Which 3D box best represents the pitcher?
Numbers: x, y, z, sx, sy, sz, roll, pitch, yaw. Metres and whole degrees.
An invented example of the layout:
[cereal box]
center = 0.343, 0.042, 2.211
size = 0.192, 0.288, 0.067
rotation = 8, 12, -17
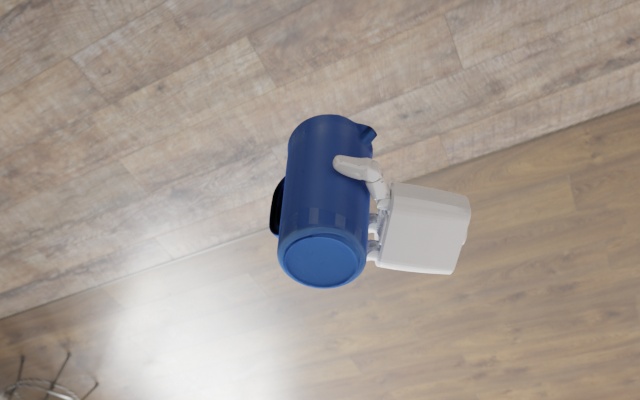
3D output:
[pitcher]
center = 0.000, 0.002, 0.659
size = 0.145, 0.149, 0.242
rotation = 8, 40, -2
